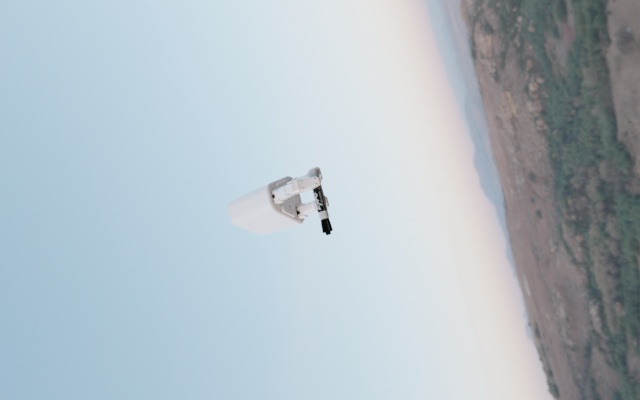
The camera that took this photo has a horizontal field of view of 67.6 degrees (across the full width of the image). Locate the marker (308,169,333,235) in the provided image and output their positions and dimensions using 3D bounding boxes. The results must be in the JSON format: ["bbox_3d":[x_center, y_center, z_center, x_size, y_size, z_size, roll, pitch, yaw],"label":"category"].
[{"bbox_3d":[0.000,0.003,0.851,0.020,0.121,0.020,-13,-12,-3],"label":"marker"}]
